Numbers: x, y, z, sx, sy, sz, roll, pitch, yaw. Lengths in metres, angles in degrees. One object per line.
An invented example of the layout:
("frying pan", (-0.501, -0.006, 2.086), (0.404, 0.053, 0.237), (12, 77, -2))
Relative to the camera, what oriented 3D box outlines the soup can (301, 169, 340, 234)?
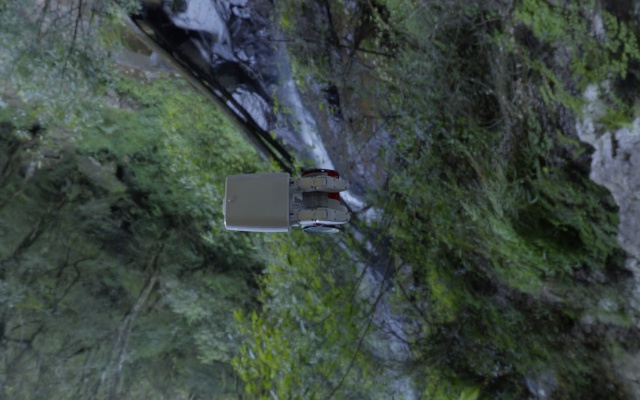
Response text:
("soup can", (0.001, 0.003, 0.831), (0.068, 0.102, 0.068), (-1, -14, 0))
